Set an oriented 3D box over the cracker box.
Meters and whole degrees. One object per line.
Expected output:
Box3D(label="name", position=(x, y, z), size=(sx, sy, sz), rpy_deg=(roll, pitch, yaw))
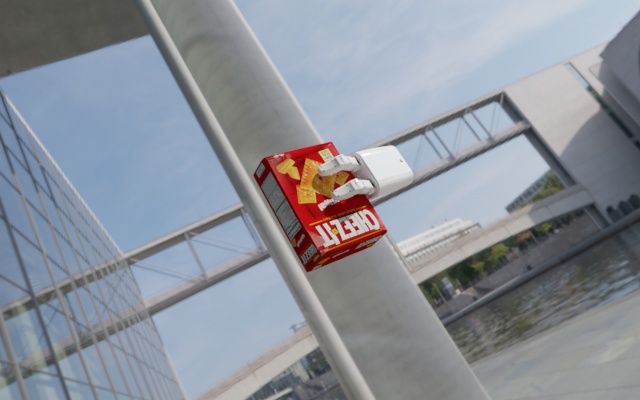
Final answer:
Box3D(label="cracker box", position=(0.000, 0.003, 0.880), size=(0.164, 0.213, 0.072), rpy_deg=(-17, -23, -36))
